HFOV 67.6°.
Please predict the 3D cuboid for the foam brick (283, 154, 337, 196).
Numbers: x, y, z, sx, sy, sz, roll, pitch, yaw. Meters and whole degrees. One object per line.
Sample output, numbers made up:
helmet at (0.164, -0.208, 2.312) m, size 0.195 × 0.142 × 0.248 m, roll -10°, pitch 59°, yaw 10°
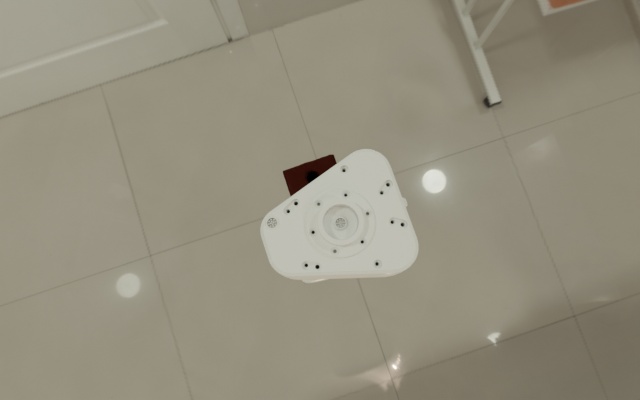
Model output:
foam brick at (0.000, 0.001, 0.470) m, size 0.053 × 0.078 × 0.051 m, roll -19°, pitch -7°, yaw -1°
